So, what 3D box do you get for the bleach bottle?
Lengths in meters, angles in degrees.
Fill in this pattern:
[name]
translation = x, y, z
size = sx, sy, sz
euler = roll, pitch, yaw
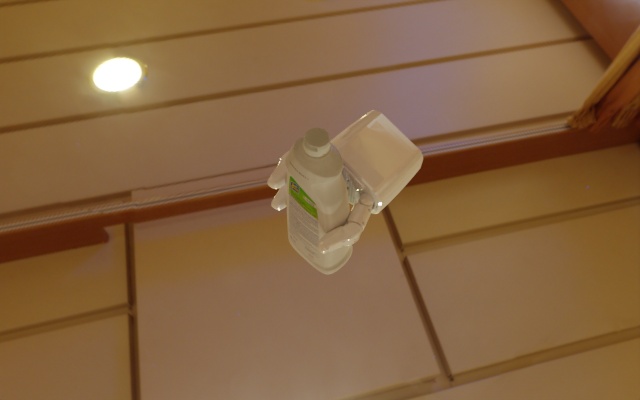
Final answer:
[bleach bottle]
translation = 0.000, 0.002, 0.634
size = 0.102, 0.068, 0.251
euler = 38, -26, 21
